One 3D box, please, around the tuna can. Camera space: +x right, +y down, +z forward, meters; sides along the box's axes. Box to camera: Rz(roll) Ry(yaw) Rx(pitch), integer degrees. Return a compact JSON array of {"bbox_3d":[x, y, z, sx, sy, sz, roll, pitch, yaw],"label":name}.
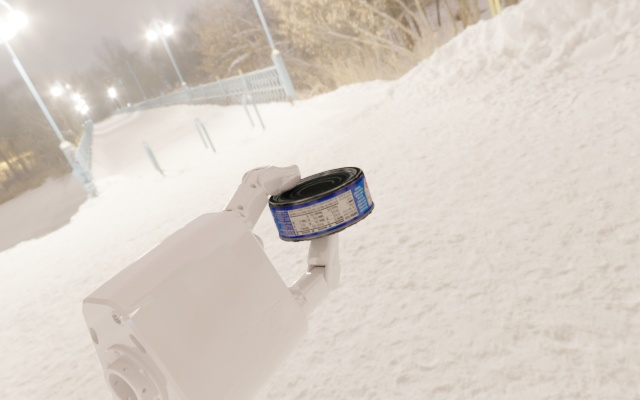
[{"bbox_3d":[0.000,0.001,0.402,0.086,0.034,0.086,-18,14,5],"label":"tuna can"}]
